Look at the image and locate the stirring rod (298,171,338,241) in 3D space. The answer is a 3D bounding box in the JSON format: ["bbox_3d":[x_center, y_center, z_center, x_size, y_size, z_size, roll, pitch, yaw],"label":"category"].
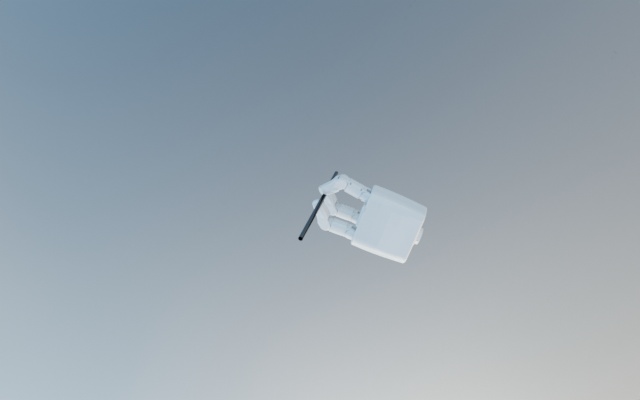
[{"bbox_3d":[0.000,0.003,0.864,0.011,0.011,0.239,0,29,18],"label":"stirring rod"}]
